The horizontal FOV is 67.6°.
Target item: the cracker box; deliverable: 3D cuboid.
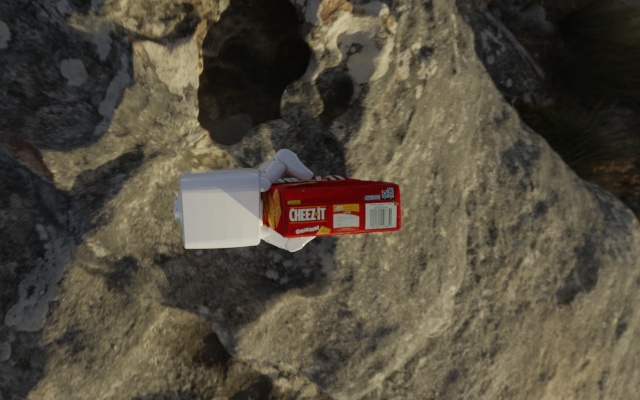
[{"bbox_3d":[0.000,0.003,0.710,0.164,0.072,0.213,-3,6,-16],"label":"cracker box"}]
